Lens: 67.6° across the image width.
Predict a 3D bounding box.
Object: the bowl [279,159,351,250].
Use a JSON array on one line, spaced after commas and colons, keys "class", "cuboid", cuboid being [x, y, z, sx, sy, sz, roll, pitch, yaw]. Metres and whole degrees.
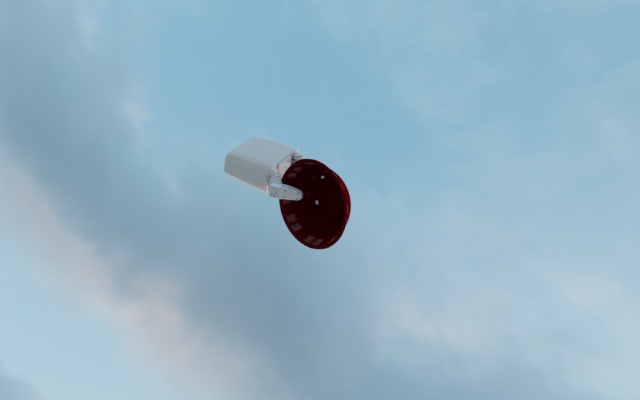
[{"class": "bowl", "cuboid": [0.001, 0.003, 0.850, 0.162, 0.162, 0.055, 0, 10, 42]}]
